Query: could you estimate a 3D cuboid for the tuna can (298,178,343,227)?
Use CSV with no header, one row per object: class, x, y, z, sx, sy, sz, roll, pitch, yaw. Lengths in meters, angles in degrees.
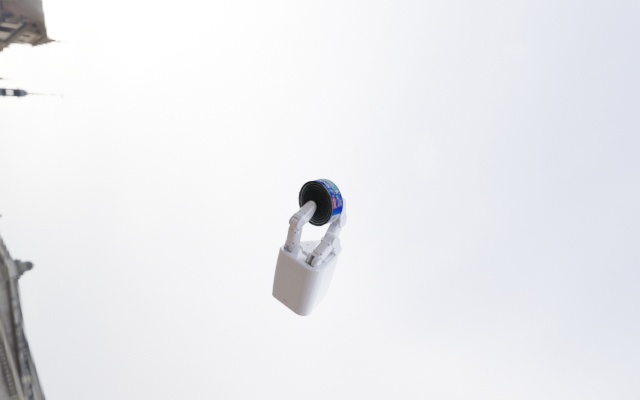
tuna can,0.001,0.003,0.875,0.086,0.086,0.033,0,11,44
